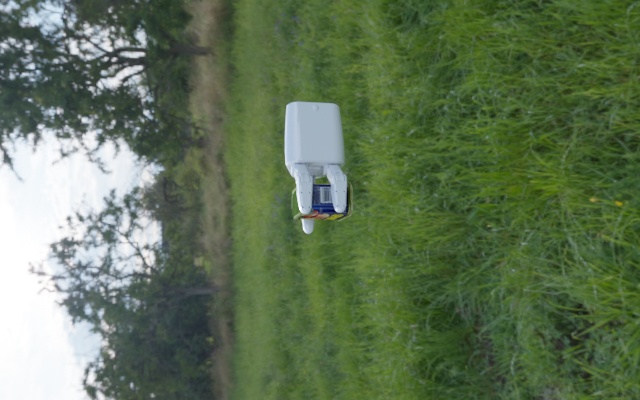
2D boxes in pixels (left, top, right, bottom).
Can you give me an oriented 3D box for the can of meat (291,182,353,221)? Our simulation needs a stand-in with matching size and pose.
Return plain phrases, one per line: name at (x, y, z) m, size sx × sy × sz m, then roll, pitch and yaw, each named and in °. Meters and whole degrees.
can of meat at (0.000, 0.003, 0.796) m, size 0.084 × 0.057 × 0.102 m, roll 1°, pitch -9°, yaw -13°
